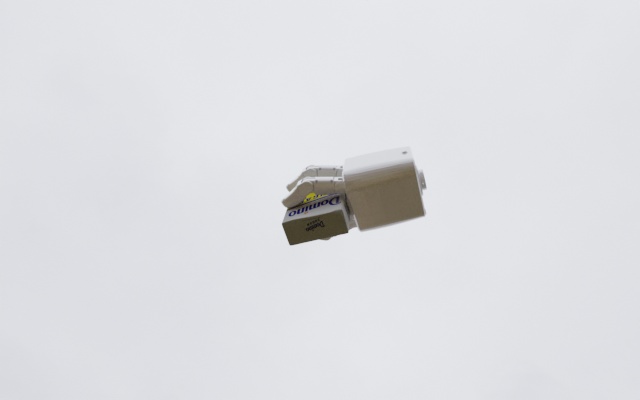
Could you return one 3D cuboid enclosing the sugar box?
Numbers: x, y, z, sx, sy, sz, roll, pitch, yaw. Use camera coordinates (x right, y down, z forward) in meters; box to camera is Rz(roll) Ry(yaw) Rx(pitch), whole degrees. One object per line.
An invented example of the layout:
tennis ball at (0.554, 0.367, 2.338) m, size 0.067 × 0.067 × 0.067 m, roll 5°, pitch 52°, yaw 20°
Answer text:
sugar box at (0.000, 0.002, 0.754) m, size 0.093 × 0.048 × 0.176 m, roll -13°, pitch 21°, yaw 11°
